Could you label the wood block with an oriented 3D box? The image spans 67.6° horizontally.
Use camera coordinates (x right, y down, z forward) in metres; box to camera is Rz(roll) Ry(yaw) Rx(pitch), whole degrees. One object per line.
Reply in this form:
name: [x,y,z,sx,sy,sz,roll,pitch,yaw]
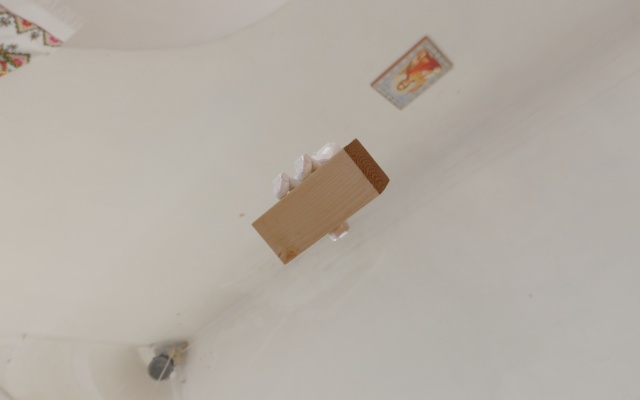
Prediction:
wood block: [0.000,0.003,0.780,0.206,0.091,0.090,-39,3,25]
